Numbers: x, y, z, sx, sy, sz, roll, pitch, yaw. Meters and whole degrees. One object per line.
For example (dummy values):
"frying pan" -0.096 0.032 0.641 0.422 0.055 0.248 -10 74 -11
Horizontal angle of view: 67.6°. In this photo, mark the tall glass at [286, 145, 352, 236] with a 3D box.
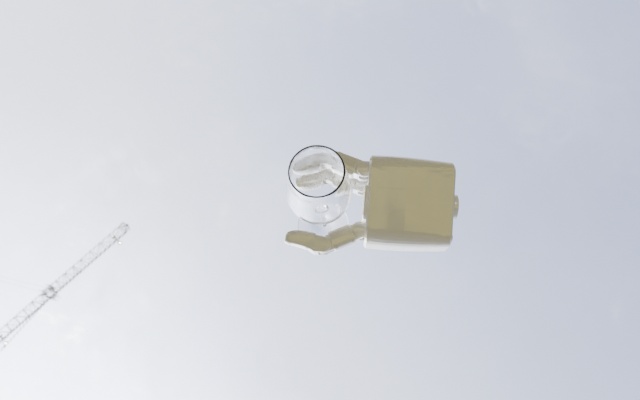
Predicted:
"tall glass" 0.000 0.002 0.600 0.079 0.079 0.201 0 -20 3
